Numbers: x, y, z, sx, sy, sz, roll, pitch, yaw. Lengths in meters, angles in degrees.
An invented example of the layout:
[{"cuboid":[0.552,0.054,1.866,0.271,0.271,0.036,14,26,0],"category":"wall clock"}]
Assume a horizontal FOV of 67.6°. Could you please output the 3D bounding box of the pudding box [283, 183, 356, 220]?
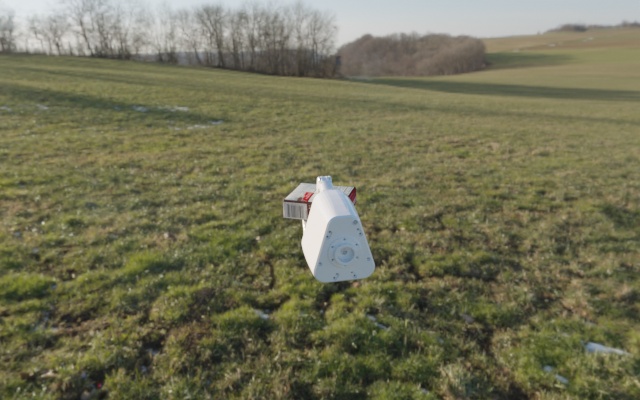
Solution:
[{"cuboid":[0.000,0.003,0.854,0.113,0.039,0.090,6,24,18],"category":"pudding box"}]
